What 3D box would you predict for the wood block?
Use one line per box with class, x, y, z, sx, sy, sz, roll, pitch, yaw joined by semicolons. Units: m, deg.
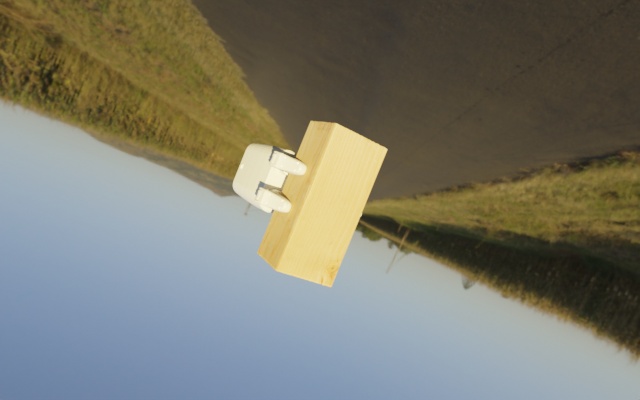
wood block;0.000;0.002;0.672;0.091;0.206;0.090;22;1;-27
